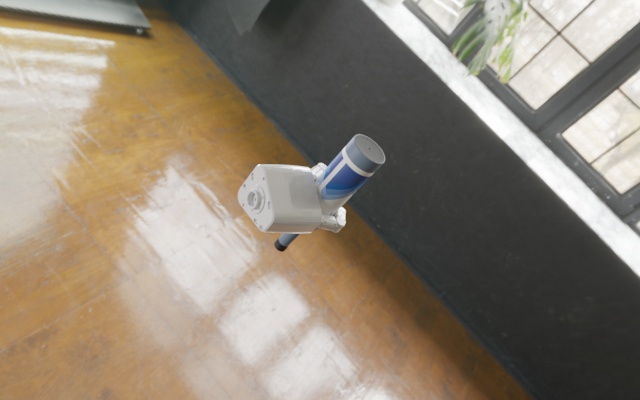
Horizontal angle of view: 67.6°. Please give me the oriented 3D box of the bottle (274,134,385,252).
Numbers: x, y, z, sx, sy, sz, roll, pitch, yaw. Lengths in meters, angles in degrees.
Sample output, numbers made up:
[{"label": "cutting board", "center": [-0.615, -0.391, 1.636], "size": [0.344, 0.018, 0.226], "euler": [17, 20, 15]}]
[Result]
[{"label": "bottle", "center": [0.000, 0.003, 0.880], "size": [0.069, 0.069, 0.296], "euler": [0, -37, -45]}]
